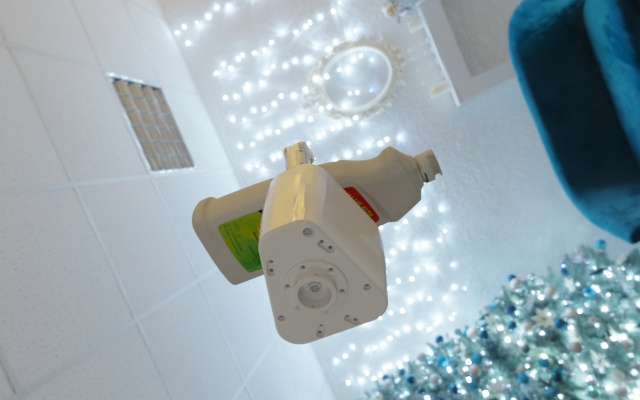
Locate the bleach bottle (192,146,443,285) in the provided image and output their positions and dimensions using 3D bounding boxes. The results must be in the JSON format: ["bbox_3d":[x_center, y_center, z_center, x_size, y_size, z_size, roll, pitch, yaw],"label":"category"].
[{"bbox_3d":[0.000,0.002,0.501,0.251,0.103,0.068,-23,23,11],"label":"bleach bottle"}]
